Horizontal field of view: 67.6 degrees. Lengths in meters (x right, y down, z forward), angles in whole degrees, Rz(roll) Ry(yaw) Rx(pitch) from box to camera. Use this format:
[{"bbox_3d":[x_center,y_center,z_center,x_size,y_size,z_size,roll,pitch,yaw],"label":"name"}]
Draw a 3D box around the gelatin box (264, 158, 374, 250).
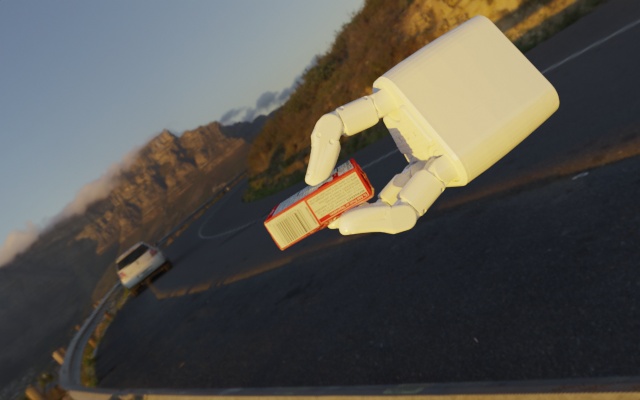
[{"bbox_3d":[0.000,0.001,0.408,0.089,0.030,0.073,-31,8,6],"label":"gelatin box"}]
